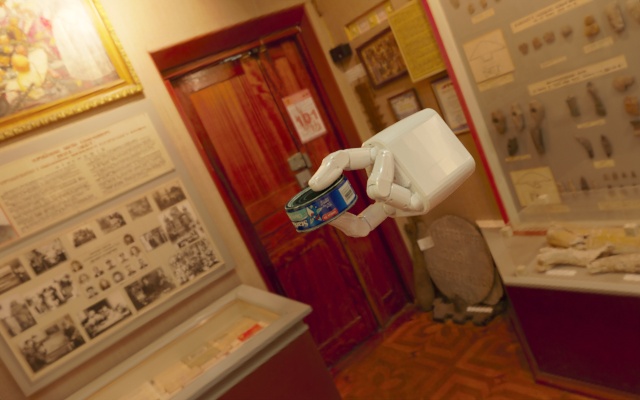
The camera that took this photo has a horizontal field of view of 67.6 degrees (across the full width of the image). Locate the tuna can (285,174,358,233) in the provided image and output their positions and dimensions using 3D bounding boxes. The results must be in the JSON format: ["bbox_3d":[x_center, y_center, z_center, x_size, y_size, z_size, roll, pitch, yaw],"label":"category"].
[{"bbox_3d":[0.000,0.001,0.580,0.086,0.034,0.086,-28,13,7],"label":"tuna can"}]
